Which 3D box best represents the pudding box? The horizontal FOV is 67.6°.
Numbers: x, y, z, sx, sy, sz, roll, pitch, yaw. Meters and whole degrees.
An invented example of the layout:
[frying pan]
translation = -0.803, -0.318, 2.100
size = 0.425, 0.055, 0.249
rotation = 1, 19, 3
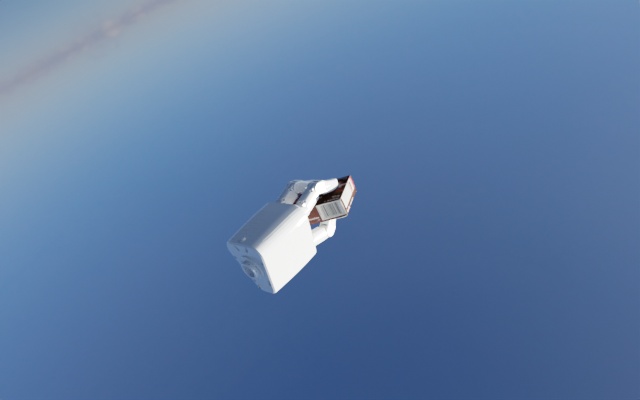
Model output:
[pudding box]
translation = 0.000, 0.003, 0.842
size = 0.113, 0.039, 0.090
rotation = -13, 26, 22
